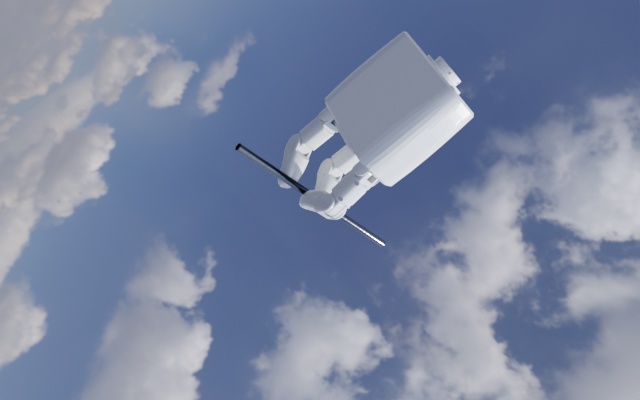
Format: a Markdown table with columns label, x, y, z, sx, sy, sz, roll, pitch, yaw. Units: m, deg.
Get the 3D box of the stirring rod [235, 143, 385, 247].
| label | x | y | z | sx | sy | sz | roll | pitch | yaw |
| --- | --- | --- | --- | --- | --- | --- | --- | --- | --- |
| stirring rod | 0.000 | 0.002 | 0.530 | 0.011 | 0.011 | 0.240 | 0 | -26 | 47 |
